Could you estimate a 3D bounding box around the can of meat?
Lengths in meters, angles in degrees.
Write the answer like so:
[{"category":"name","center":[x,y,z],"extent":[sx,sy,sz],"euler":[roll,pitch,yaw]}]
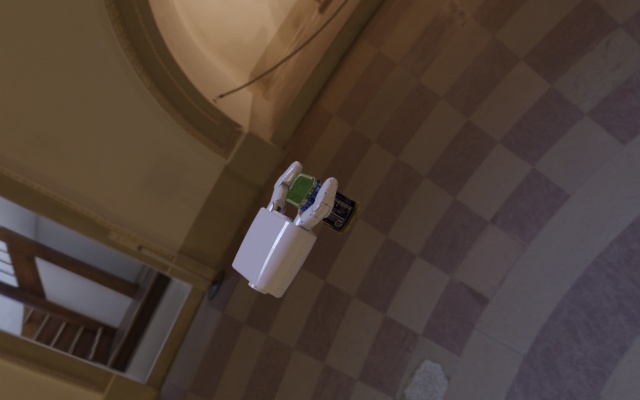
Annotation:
[{"category":"can of meat","center":[0.000,0.002,0.745],"extent":[0.084,0.057,0.102],"euler":[31,-3,-20]}]
